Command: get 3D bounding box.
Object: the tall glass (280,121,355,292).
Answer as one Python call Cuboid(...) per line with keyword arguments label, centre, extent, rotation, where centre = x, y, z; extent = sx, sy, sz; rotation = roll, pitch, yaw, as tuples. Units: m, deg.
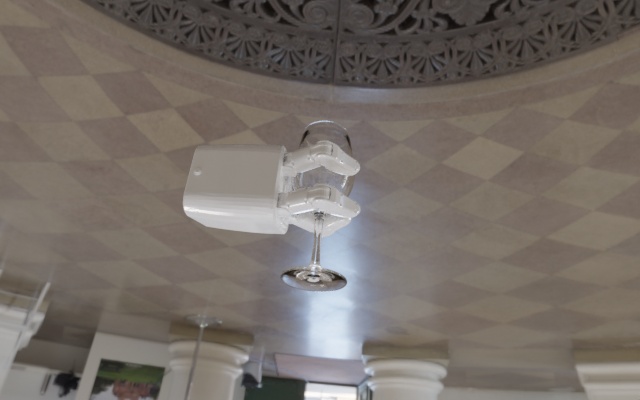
Cuboid(label="tall glass", centre=(0.000, 0.003, 0.574), extent=(0.079, 0.201, 0.079), rotation=(4, -29, 2))
